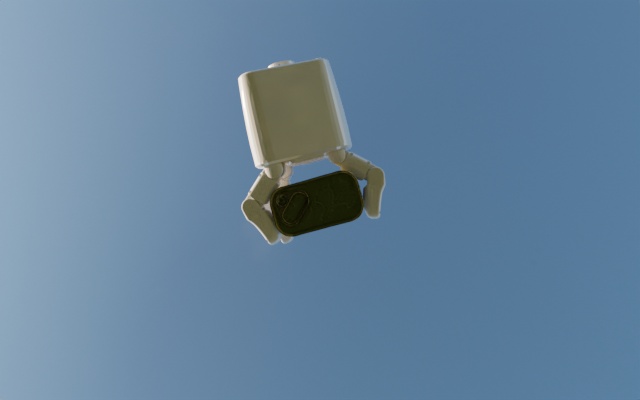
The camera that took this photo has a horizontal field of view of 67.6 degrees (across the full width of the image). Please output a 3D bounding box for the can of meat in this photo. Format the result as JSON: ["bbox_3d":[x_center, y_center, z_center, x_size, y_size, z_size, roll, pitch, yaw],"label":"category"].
[{"bbox_3d":[0.000,0.002,0.563,0.102,0.057,0.084,-16,1,7],"label":"can of meat"}]
